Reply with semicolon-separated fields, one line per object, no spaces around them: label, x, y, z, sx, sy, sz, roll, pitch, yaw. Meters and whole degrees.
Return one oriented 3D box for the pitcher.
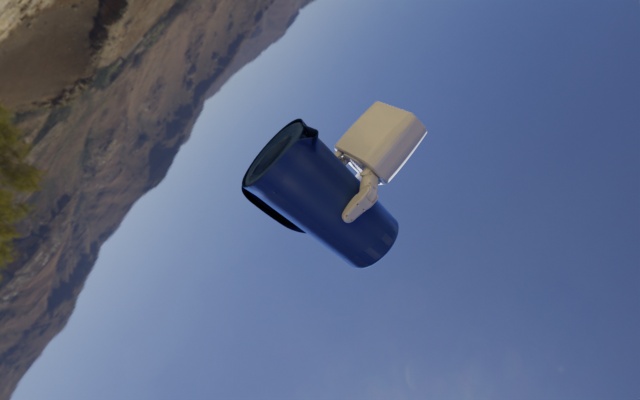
pitcher;0.000;0.002;0.753;0.243;0.145;0.149;42;-4;-21
